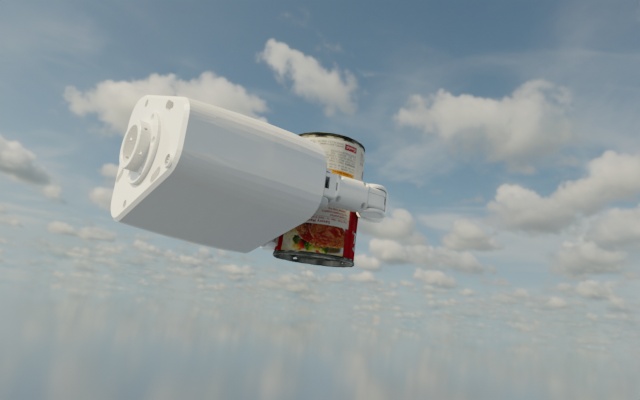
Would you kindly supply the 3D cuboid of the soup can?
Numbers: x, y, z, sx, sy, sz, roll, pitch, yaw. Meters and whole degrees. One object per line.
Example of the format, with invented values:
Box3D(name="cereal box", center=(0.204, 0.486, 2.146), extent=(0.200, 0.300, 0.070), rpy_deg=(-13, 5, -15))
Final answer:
Box3D(name="soup can", center=(0.001, 0.001, 0.406), extent=(0.068, 0.102, 0.068), rpy_deg=(7, -13, 2))
